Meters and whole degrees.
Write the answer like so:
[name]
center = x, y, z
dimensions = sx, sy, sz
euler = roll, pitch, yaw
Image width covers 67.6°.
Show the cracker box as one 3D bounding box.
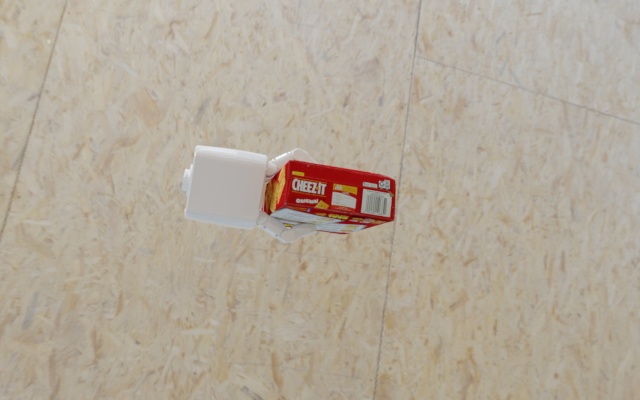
[cracker box]
center = 0.000, 0.003, 0.756
dimensions = 0.164, 0.072, 0.214
euler = 9, -11, -16
